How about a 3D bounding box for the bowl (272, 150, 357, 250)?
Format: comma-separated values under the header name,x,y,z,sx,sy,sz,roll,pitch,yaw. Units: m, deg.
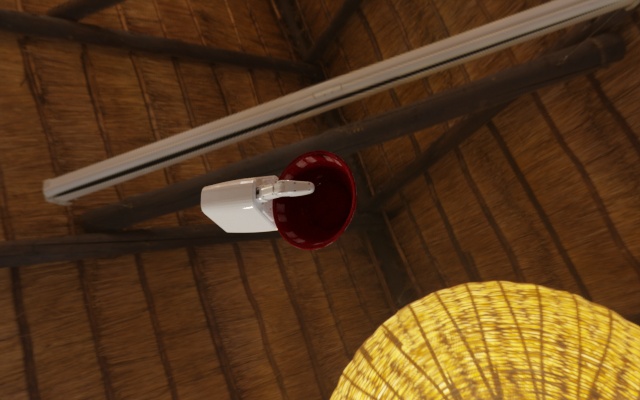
name,x,y,z,sx,sy,sz,roll,pitch,yaw
bowl,0.001,0.003,0.781,0.162,0.162,0.055,0,-10,34
